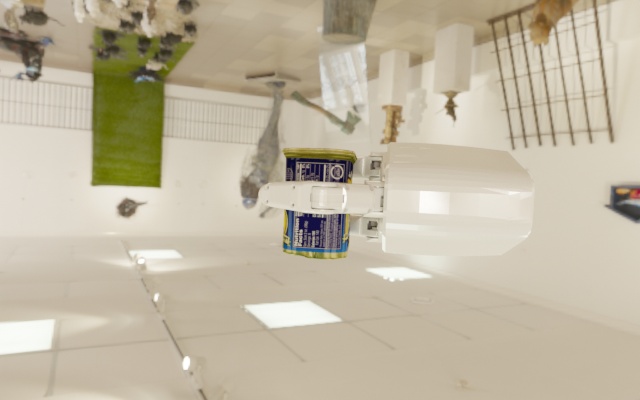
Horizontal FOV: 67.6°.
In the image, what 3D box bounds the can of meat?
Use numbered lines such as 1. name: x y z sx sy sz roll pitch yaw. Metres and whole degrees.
1. can of meat: 0.000 0.002 0.406 0.057 0.084 0.102 3 2 6
